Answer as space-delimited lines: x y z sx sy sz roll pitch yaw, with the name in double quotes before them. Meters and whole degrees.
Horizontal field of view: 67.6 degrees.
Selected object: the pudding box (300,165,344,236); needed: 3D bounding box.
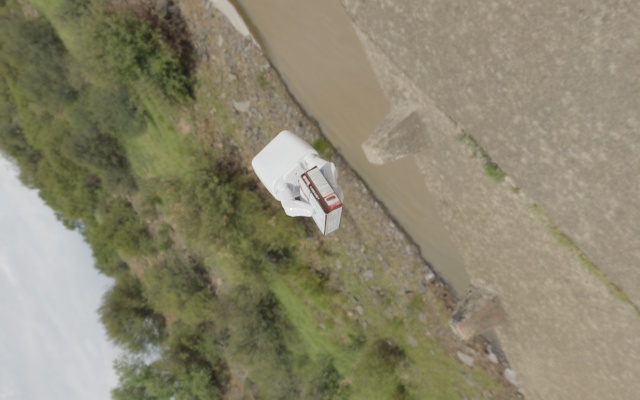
"pudding box" 0.000 0.003 0.854 0.039 0.090 0.113 -30 -19 -12
